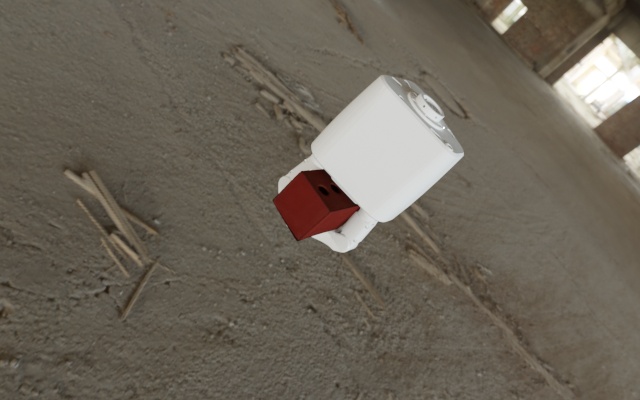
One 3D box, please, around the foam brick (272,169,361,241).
[{"bbox_3d":[0.000,0.002,0.499,0.051,0.053,0.078,-43,-17,31],"label":"foam brick"}]
